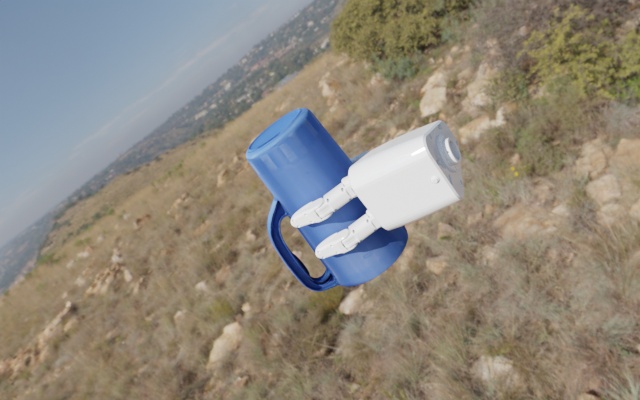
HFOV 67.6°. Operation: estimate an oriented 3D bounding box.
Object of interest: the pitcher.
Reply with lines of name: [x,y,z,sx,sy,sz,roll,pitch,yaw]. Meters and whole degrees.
pitcher: [0.000,0.002,0.674,0.145,0.243,0.149,-24,24,34]
